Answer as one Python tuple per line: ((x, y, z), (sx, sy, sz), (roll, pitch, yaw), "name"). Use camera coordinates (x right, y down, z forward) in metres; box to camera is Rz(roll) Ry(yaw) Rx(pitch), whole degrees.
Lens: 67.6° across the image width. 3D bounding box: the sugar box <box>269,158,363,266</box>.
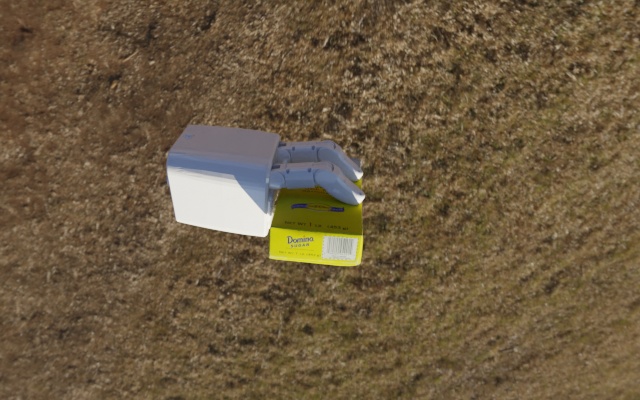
((0.000, 0.001, 0.541), (0.093, 0.048, 0.176), (6, 33, 0), "sugar box")
